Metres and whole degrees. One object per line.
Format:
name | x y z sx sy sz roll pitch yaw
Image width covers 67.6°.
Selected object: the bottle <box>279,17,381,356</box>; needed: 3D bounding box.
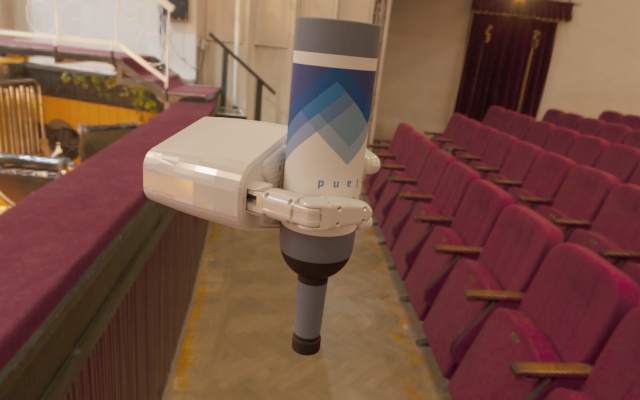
bottle | 0.000 0.001 0.414 0.069 0.296 0.069 5 17 -2
